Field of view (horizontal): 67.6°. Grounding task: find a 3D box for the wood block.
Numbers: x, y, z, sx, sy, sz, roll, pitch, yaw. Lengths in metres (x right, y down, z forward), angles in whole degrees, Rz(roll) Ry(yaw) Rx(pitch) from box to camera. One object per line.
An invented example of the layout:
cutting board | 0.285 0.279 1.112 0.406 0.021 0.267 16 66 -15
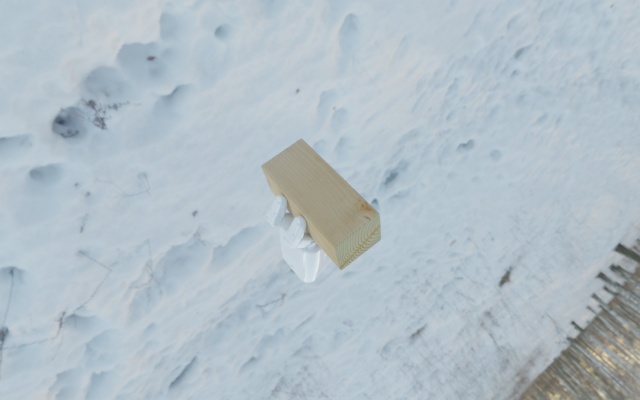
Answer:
wood block | 0.001 0.003 0.805 0.091 0.206 0.090 -36 -31 -13
